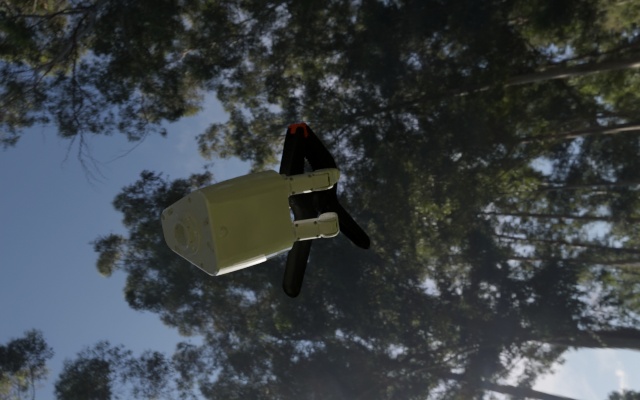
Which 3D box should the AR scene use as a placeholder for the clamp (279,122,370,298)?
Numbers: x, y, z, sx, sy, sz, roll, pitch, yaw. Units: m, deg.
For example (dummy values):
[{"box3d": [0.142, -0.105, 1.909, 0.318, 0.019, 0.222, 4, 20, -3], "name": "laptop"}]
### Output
[{"box3d": [-0.001, 0.002, 0.628, 0.036, 0.210, 0.164, 0, 12, 43], "name": "clamp"}]
